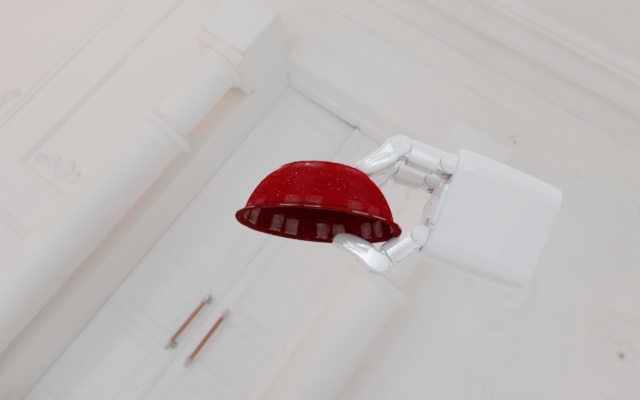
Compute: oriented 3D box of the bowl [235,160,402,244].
[{"bbox_3d":[-0.001,0.001,0.470,0.162,0.055,0.162,5,-15,1],"label":"bowl"}]
